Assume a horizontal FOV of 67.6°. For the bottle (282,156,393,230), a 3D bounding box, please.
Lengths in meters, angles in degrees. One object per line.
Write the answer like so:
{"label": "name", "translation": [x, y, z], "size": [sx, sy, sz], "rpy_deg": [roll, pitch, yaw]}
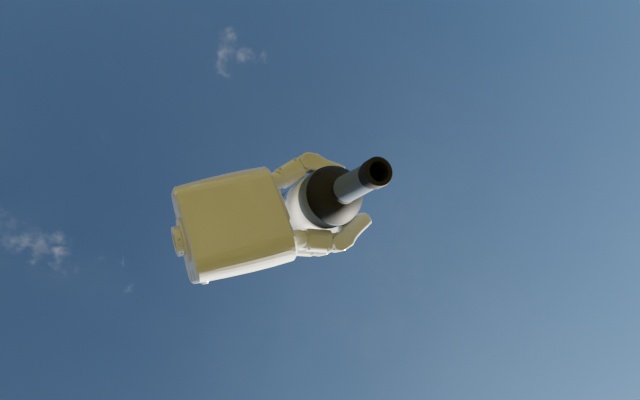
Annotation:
{"label": "bottle", "translation": [0.000, 0.002, 0.553], "size": [0.069, 0.069, 0.296], "rpy_deg": [0, -11, -21]}
